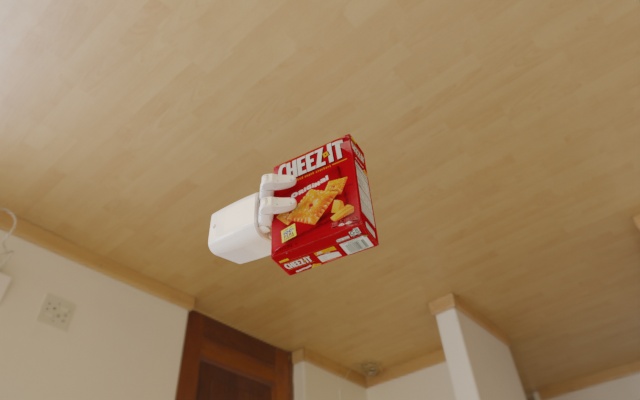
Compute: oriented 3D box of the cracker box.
[{"bbox_3d":[0.000,0.003,0.817,0.164,0.213,0.072,-21,-45,18],"label":"cracker box"}]
